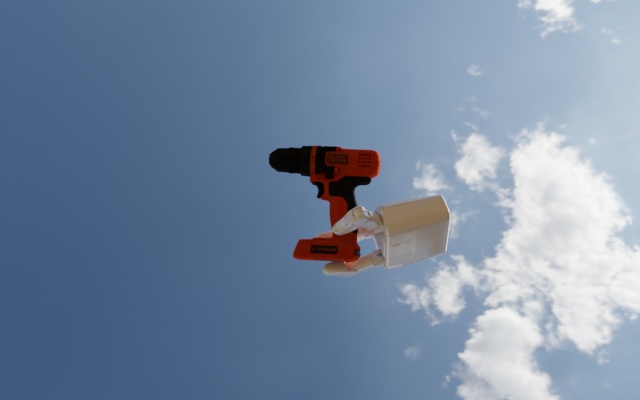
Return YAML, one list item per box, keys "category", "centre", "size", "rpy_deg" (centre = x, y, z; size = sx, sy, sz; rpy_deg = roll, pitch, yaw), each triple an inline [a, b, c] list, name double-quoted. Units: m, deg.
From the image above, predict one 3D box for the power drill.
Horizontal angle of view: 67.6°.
- category: "power drill"
  centre: [0.000, 0.003, 0.768]
  size: [0.184, 0.187, 0.057]
  rpy_deg: [3, -9, 10]
